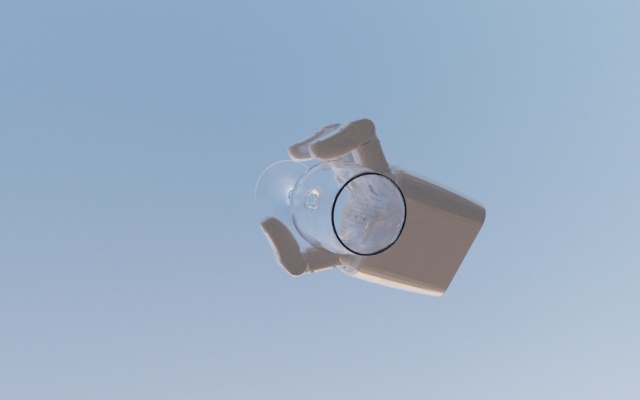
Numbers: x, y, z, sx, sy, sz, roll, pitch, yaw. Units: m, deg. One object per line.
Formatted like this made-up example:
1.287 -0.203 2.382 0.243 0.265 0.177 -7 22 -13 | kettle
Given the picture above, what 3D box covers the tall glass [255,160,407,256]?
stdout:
0.000 0.001 0.438 0.079 0.079 0.201 0 5 -21 | tall glass
